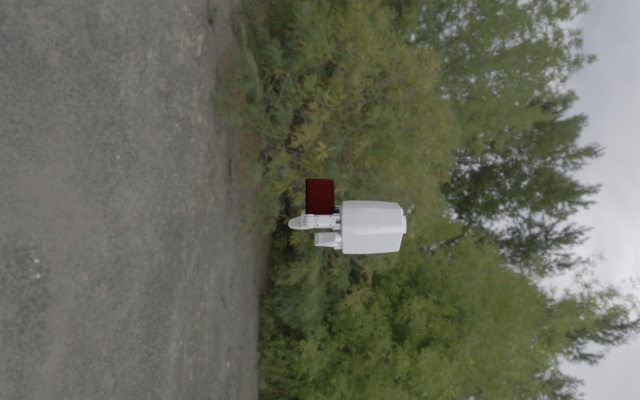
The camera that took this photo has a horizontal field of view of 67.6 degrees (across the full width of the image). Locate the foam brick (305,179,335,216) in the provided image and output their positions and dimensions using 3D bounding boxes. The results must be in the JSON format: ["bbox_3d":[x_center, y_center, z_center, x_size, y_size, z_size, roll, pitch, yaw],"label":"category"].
[{"bbox_3d":[0.000,0.003,0.880,0.051,0.078,0.053,-1,-11,5],"label":"foam brick"}]
